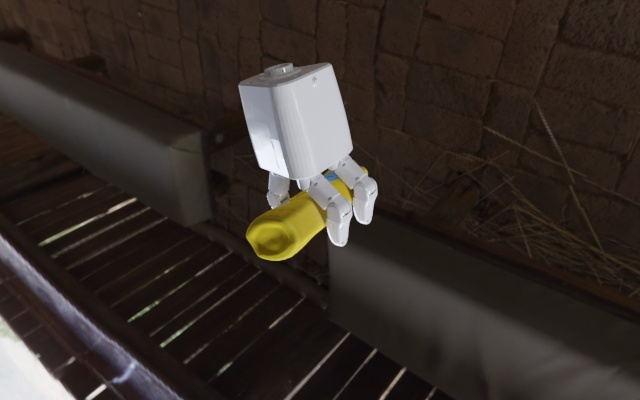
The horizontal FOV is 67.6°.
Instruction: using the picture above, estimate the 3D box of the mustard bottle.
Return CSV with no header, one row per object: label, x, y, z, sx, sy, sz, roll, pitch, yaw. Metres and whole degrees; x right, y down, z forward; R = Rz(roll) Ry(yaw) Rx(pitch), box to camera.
mustard bottle,0.000,0.002,0.604,0.191,0.058,0.096,-37,7,-41
